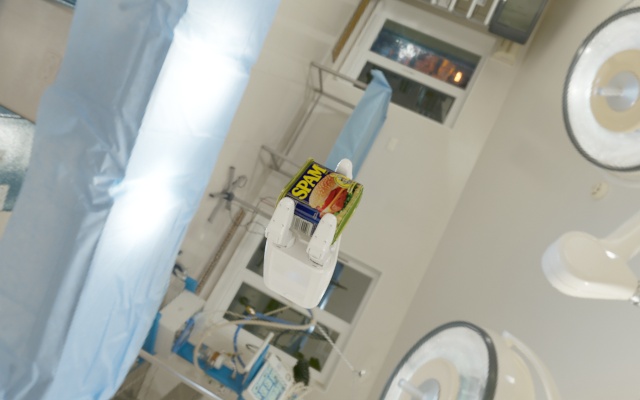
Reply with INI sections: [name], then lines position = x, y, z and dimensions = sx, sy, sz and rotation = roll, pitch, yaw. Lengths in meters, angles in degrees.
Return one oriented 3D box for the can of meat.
[can of meat]
position = 0.000, 0.002, 0.621
dimensions = 0.084, 0.057, 0.102
rotation = 26, 46, 10
